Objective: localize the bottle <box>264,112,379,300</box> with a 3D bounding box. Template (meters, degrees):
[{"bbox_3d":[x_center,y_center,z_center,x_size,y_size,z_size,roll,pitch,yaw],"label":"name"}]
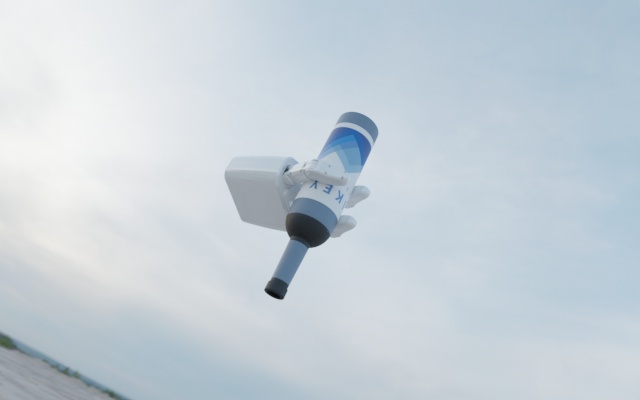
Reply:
[{"bbox_3d":[0.000,0.002,0.662,0.069,0.295,0.069,20,-30,12],"label":"bottle"}]
